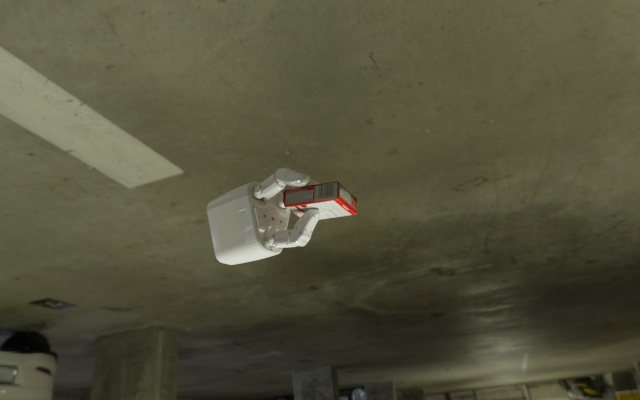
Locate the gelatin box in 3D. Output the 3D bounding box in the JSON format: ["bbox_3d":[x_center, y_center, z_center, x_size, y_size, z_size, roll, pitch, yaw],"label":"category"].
[{"bbox_3d":[0.000,0.003,0.706,0.089,0.030,0.073,-8,-23,24],"label":"gelatin box"}]
